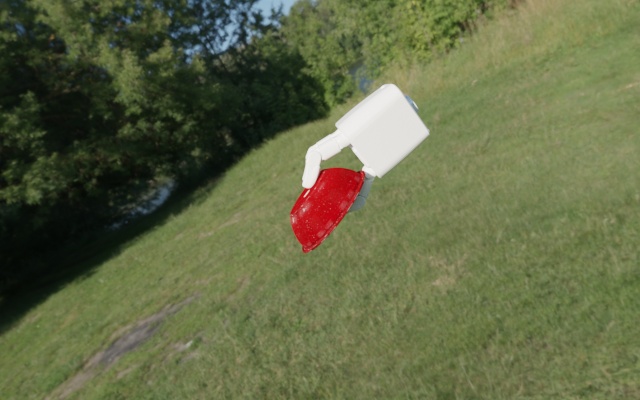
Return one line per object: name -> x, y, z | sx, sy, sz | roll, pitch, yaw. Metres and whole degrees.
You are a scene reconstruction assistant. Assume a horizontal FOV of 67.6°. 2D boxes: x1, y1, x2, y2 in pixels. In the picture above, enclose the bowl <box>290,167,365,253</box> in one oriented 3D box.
bowl -> -0.001, 0.003, 0.757 | 0.055, 0.162, 0.162 | 36, -7, -10
